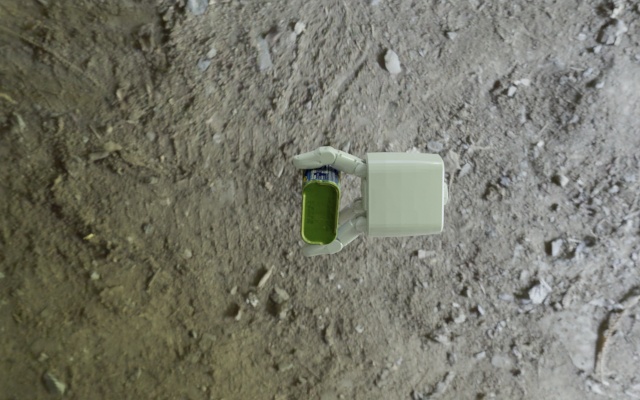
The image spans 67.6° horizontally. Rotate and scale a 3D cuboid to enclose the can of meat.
[{"bbox_3d":[0.000,0.002,0.679,0.057,0.102,0.084,3,24,0],"label":"can of meat"}]
